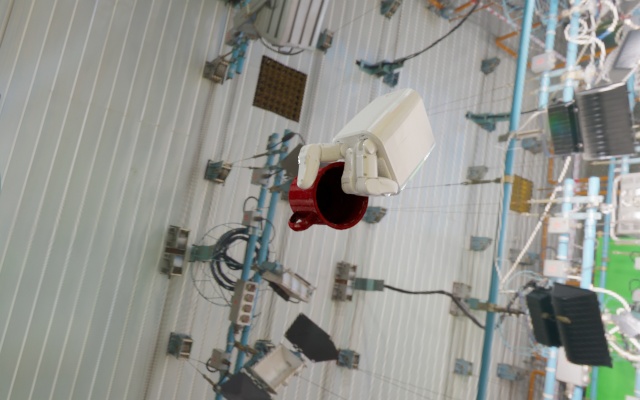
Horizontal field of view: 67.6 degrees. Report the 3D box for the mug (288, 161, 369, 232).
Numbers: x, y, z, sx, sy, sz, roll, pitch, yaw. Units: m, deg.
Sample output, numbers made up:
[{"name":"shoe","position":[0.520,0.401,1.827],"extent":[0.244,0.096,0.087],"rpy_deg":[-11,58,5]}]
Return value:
[{"name":"mug","position":[-0.001,0.003,0.673],"extent":[0.117,0.093,0.081],"rpy_deg":[-47,23,-24]}]
